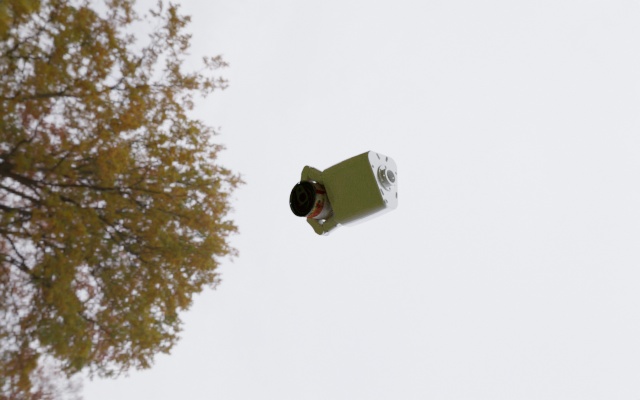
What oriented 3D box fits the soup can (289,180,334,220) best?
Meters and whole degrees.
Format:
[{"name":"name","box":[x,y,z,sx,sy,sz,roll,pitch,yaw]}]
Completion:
[{"name":"soup can","box":[0.000,0.003,0.900,0.068,0.068,0.102,0,-7,43]}]
